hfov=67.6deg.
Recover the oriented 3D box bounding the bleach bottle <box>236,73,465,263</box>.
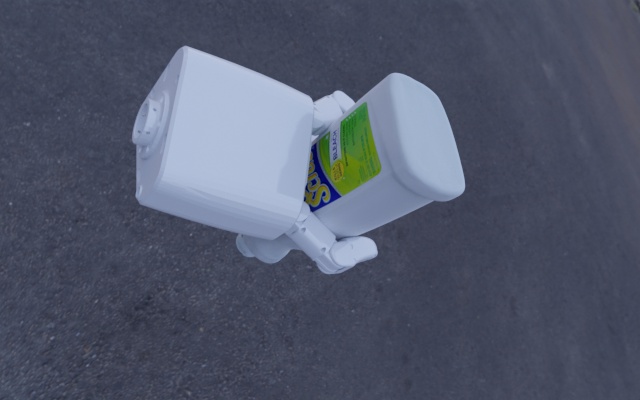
[{"bbox_3d":[0.000,0.001,0.421,0.068,0.102,0.251,16,-35,-35],"label":"bleach bottle"}]
